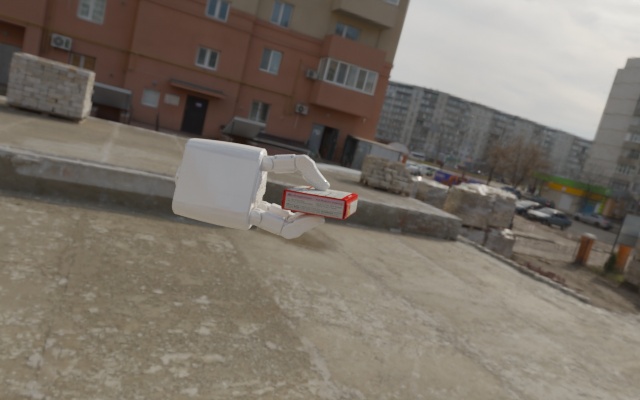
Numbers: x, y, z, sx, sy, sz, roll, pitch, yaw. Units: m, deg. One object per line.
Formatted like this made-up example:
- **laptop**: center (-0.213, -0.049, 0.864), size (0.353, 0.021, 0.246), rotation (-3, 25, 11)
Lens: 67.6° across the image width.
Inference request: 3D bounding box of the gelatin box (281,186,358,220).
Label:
- **gelatin box**: center (0.000, 0.002, 0.652), size (0.089, 0.030, 0.073), rotation (9, 9, 15)
